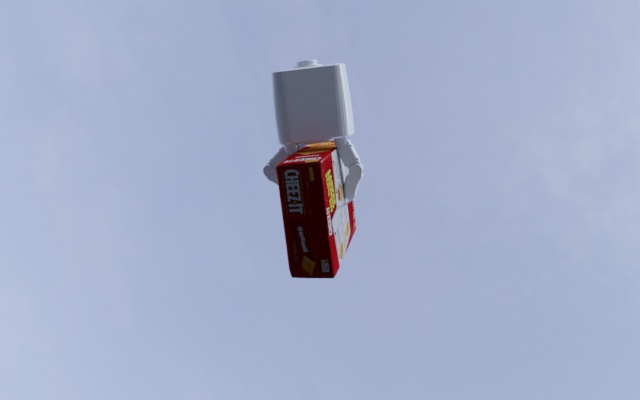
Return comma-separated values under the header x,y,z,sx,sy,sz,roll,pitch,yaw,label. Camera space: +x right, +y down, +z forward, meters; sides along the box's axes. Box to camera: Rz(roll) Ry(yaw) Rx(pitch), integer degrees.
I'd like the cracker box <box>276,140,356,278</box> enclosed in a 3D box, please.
x,y,z,sx,sy,sz,roll,pitch,yaw,label
0.000,0.002,0.733,0.072,0.164,0.213,-4,14,14,cracker box
